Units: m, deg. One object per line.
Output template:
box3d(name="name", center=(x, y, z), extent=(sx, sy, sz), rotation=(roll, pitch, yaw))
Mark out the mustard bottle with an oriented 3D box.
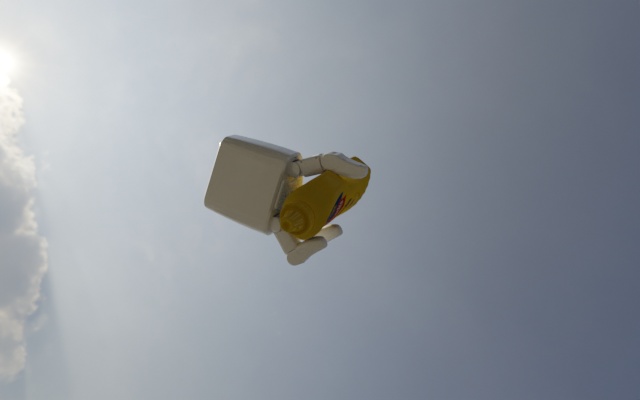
box3d(name="mustard bottle", center=(0.000, 0.002, 0.623), extent=(0.058, 0.096, 0.191), rotation=(42, 28, 8))
